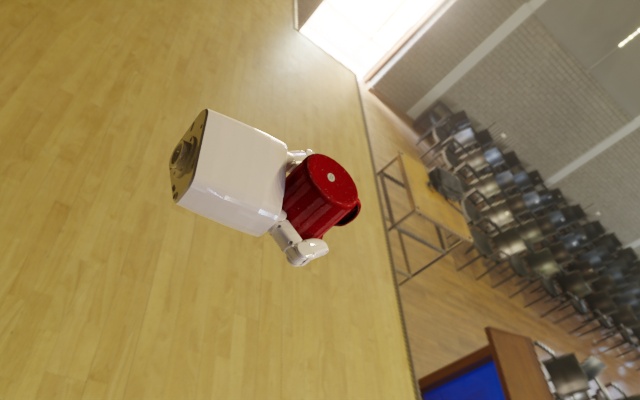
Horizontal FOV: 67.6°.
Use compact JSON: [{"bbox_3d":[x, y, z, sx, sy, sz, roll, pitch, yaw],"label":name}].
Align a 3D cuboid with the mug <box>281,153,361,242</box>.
[{"bbox_3d":[0.001,0.002,0.581,0.117,0.093,0.081,23,-51,-32],"label":"mug"}]
